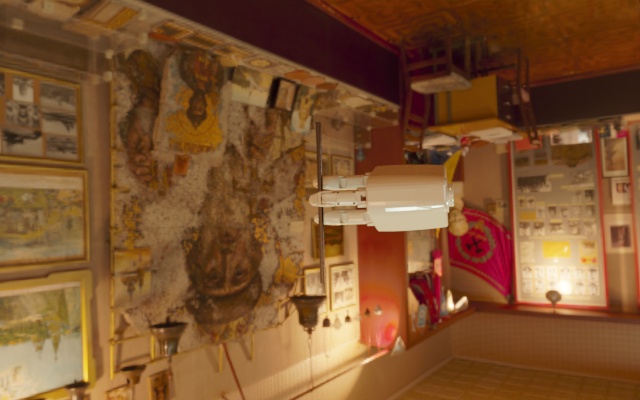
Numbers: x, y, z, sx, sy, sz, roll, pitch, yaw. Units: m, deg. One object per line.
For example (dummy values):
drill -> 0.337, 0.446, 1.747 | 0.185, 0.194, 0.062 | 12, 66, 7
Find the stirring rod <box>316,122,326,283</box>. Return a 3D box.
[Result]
stirring rod -> 0.000, 0.002, 0.713 | 0.011, 0.239, 0.011 | -2, -2, 0
